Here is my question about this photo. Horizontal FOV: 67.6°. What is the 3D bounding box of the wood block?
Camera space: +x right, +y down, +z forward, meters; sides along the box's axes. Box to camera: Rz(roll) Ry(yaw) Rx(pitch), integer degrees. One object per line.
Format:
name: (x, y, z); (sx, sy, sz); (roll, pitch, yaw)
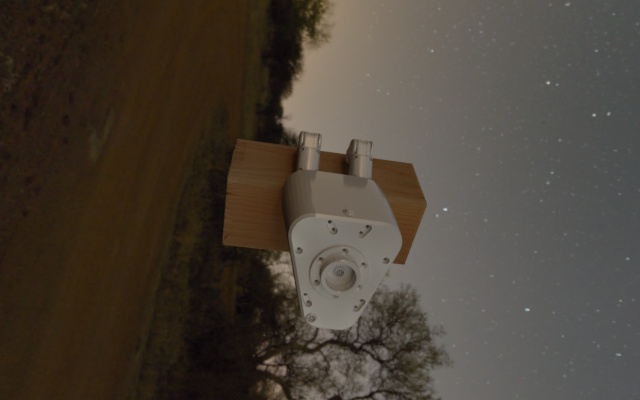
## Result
wood block: (0.000, 0.002, 0.541); (0.206, 0.091, 0.090); (8, 34, -8)
